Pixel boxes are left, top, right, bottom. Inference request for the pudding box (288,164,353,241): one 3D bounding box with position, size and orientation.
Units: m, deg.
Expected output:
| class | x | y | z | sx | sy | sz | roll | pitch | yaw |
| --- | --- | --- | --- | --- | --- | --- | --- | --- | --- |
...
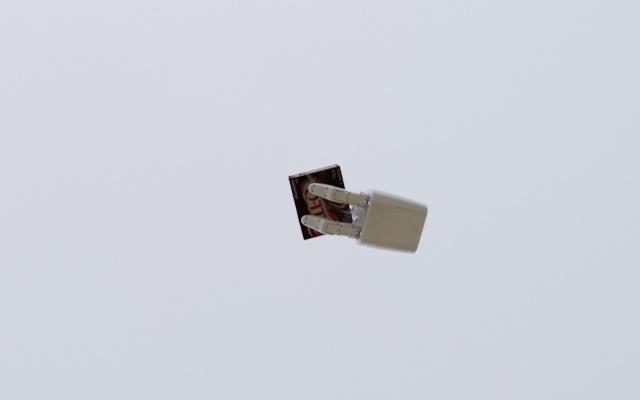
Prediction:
| class | x | y | z | sx | sy | sz | roll | pitch | yaw |
| --- | --- | --- | --- | --- | --- | --- | --- | --- | --- |
| pudding box | 0.000 | 0.003 | 0.812 | 0.090 | 0.113 | 0.039 | -15 | 11 | -5 |
